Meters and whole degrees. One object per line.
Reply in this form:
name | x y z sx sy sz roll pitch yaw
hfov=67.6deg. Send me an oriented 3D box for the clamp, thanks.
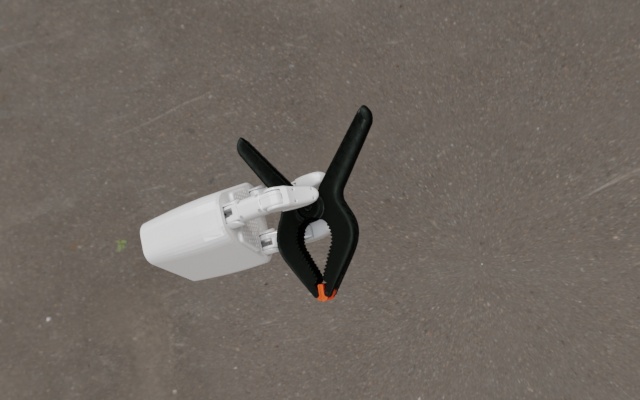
clamp | 0.000 0.002 0.526 0.164 0.210 0.036 -19 -13 18
